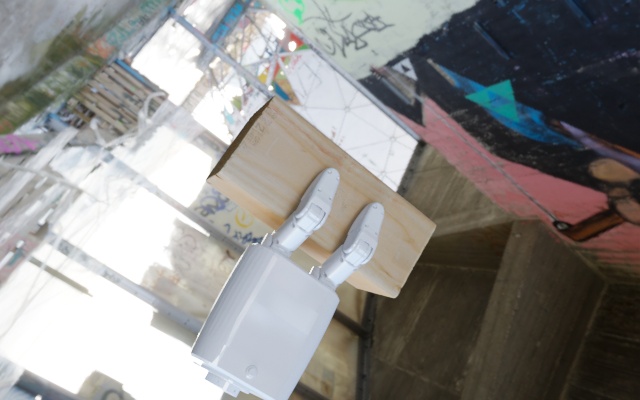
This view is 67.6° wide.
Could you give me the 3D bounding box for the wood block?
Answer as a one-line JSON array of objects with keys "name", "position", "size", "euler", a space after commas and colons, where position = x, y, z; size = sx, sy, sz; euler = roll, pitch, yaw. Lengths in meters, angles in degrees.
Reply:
[{"name": "wood block", "position": [0.000, 0.002, 0.482], "size": [0.206, 0.090, 0.091], "euler": [37, -16, -17]}]
